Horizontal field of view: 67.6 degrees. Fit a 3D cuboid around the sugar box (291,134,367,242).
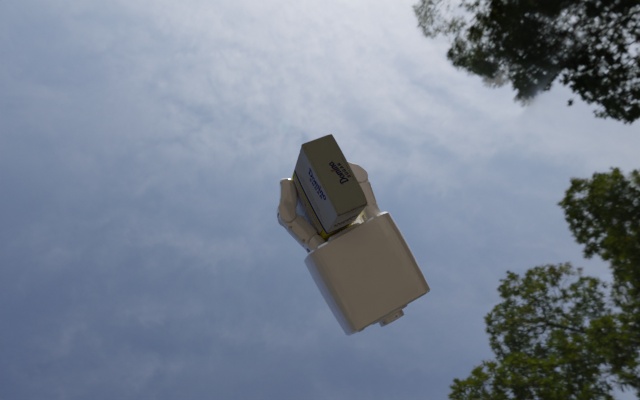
[{"bbox_3d":[0.001,0.002,0.590,0.048,0.093,0.176,-22,-15,-21],"label":"sugar box"}]
